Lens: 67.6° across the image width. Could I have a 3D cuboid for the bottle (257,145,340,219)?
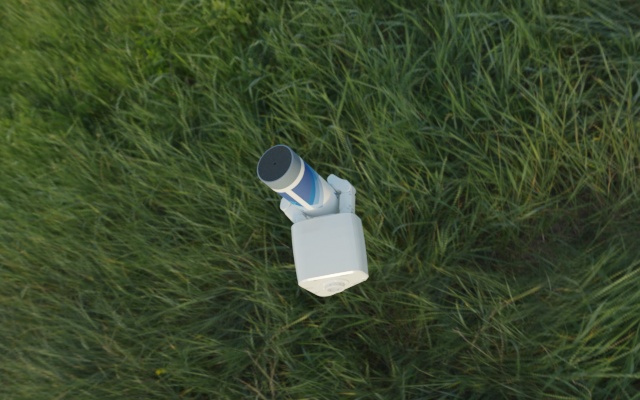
[{"bbox_3d":[0.000,0.003,0.843,0.069,0.069,0.296,0,-24,31],"label":"bottle"}]
